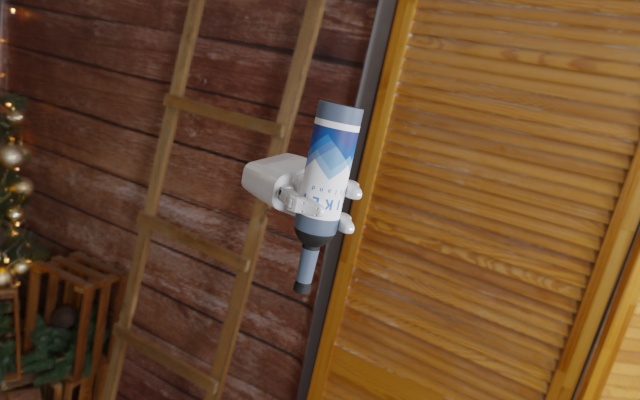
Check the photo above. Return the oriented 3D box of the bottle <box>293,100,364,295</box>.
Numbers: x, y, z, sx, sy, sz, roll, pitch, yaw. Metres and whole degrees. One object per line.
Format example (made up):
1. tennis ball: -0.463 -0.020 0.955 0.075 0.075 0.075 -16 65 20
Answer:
1. bottle: 0.000 0.002 0.721 0.069 0.296 0.069 12 13 -3
